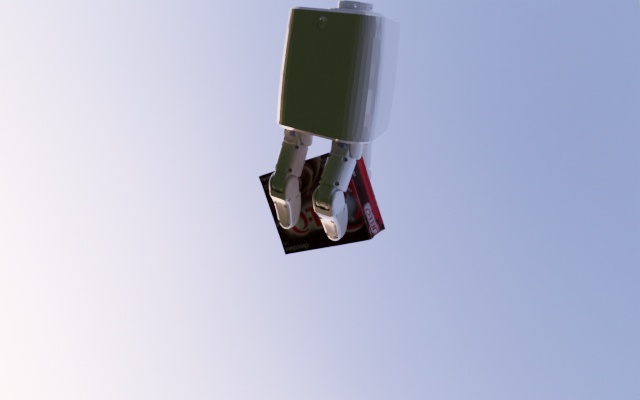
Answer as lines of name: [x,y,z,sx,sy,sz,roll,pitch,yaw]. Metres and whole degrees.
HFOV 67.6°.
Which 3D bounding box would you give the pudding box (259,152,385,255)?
pudding box: [0.000,0.001,0.485,0.113,0.090,0.039,-14,6,39]
